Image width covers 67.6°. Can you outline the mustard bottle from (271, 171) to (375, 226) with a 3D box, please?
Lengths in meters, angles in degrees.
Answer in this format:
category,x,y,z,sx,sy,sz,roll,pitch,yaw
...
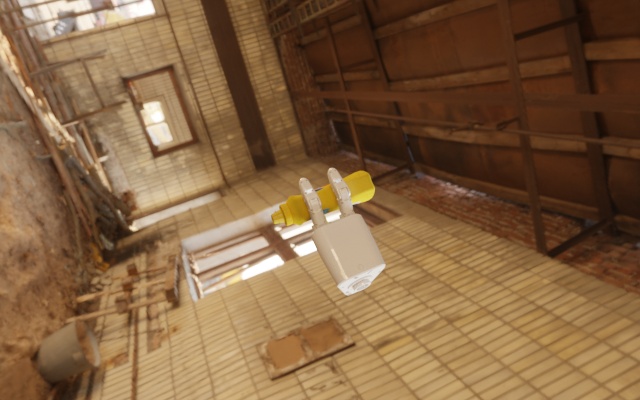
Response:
category,x,y,z,sx,sy,sz,roll,pitch,yaw
mustard bottle,0.000,0.003,0.889,0.191,0.058,0.096,-21,-2,-13
